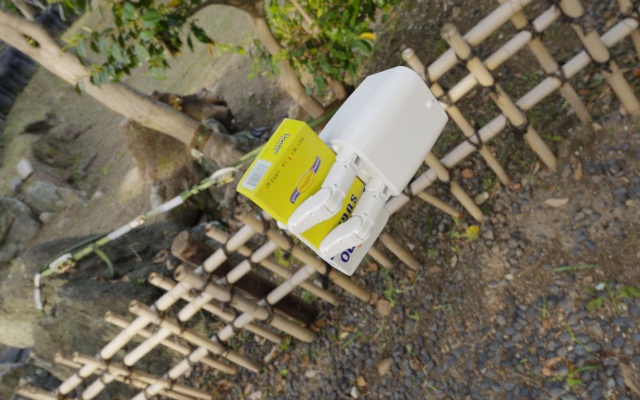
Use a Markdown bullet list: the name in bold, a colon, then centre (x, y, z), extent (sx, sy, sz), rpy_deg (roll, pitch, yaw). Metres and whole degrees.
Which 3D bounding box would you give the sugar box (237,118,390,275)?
- **sugar box**: centre (0.000, 0.002, 0.528), extent (0.176, 0.093, 0.048), rpy_deg (41, -11, -36)
